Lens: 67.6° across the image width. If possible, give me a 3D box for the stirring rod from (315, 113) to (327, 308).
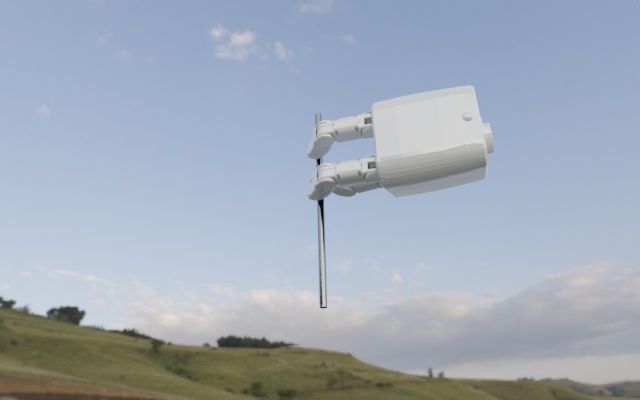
[{"bbox_3d":[0.000,0.002,0.543,0.011,0.239,0.011,-1,-25,-1],"label":"stirring rod"}]
